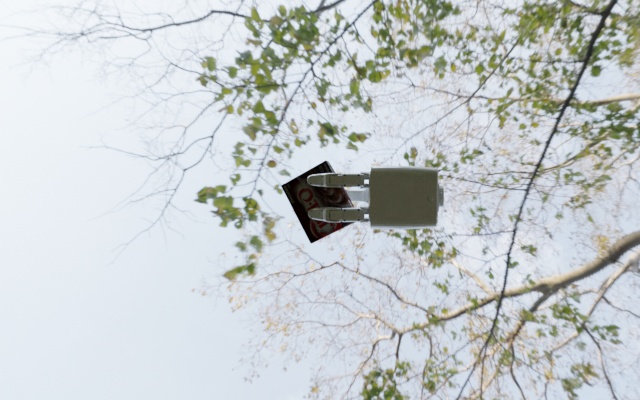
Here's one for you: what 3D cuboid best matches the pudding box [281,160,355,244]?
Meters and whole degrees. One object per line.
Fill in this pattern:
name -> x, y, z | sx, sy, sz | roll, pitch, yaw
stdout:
pudding box -> 0.000, 0.003, 0.798 | 0.090, 0.113, 0.039 | -28, -5, 13
